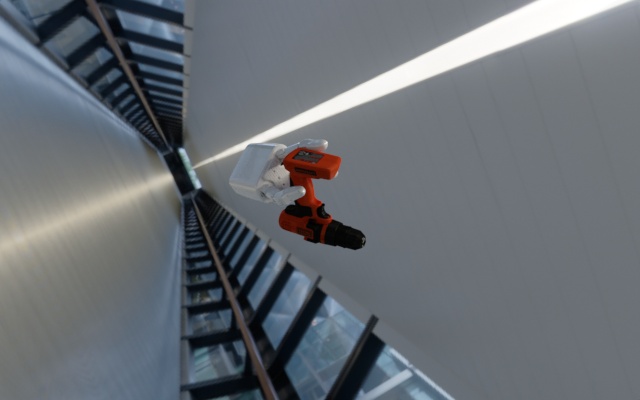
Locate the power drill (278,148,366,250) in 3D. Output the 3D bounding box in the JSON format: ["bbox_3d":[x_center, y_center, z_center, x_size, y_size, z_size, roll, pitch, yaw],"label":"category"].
[{"bbox_3d":[0.000,0.002,0.898,0.184,0.188,0.057,14,37,21],"label":"power drill"}]
